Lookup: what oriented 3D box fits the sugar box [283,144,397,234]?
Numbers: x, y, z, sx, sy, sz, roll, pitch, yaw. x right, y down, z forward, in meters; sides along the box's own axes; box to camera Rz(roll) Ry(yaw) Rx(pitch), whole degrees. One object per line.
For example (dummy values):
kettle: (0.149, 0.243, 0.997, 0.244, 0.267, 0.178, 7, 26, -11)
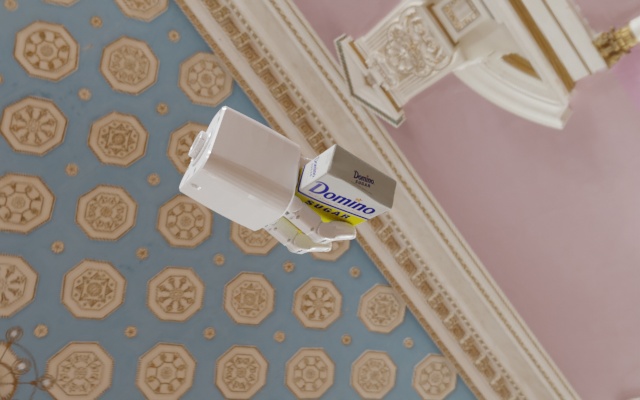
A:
sugar box: (0.000, 0.002, 0.590, 0.093, 0.048, 0.176, 28, -31, -23)
